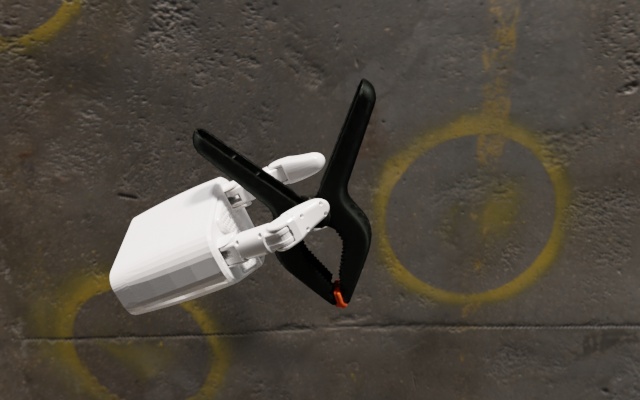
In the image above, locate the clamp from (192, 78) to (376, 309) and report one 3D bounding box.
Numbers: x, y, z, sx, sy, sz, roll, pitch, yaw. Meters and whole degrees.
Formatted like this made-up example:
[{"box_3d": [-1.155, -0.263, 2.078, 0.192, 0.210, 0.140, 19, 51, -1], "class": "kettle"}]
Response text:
[{"box_3d": [0.000, 0.002, 0.436, 0.164, 0.210, 0.036, -21, 18, 12], "class": "clamp"}]
